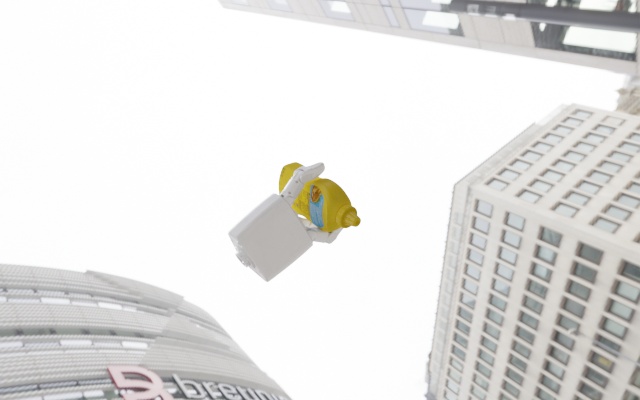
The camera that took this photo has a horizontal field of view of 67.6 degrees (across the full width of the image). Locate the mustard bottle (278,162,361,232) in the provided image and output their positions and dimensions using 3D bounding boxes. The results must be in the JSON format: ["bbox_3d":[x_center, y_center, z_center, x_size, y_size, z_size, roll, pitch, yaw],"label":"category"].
[{"bbox_3d":[0.000,0.003,0.855,0.058,0.096,0.191,-20,33,-35],"label":"mustard bottle"}]
